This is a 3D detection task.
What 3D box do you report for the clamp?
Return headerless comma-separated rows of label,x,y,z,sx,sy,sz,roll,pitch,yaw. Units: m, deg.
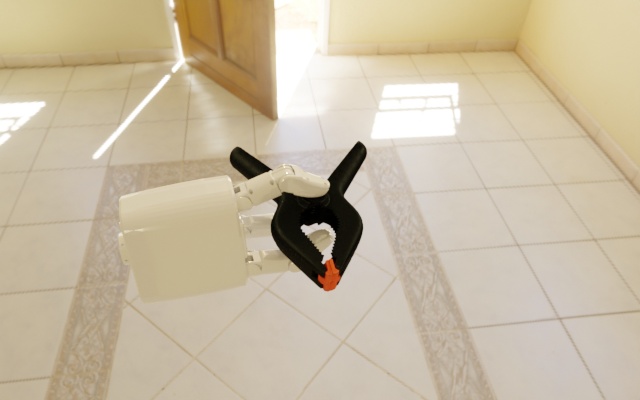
clamp,0.000,0.002,0.514,0.164,0.036,0.209,-10,46,-15
